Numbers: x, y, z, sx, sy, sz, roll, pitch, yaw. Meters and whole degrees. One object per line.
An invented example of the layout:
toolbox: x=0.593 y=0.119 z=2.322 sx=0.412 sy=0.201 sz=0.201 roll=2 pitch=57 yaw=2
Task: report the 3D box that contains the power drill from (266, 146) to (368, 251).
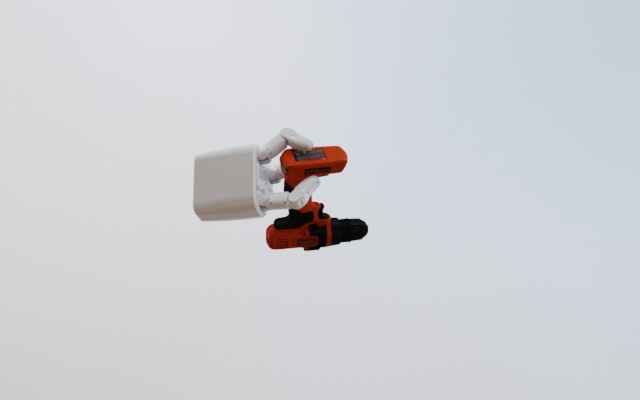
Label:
power drill: x=0.000 y=0.002 z=0.802 sx=0.184 sy=0.188 sz=0.057 roll=-6 pitch=35 yaw=-14
